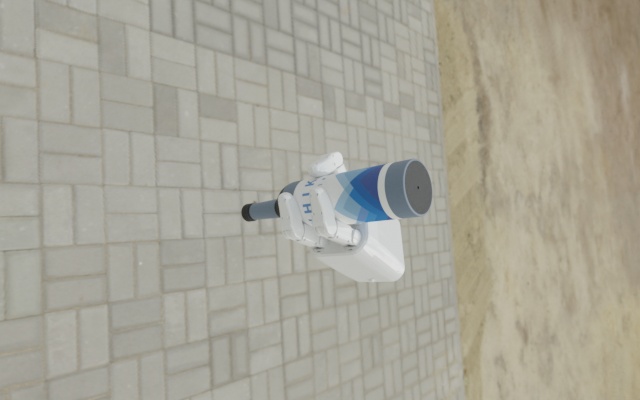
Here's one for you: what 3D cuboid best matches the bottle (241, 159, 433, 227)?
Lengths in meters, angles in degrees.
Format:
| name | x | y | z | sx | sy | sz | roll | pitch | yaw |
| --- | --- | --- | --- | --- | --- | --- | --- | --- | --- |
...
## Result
| name | x | y | z | sx | sy | sz | roll | pitch | yaw |
| --- | --- | --- | --- | --- | --- | --- | --- | --- | --- |
| bottle | 0.000 | 0.002 | 0.634 | 0.296 | 0.069 | 0.069 | -9 | -6 | 40 |
